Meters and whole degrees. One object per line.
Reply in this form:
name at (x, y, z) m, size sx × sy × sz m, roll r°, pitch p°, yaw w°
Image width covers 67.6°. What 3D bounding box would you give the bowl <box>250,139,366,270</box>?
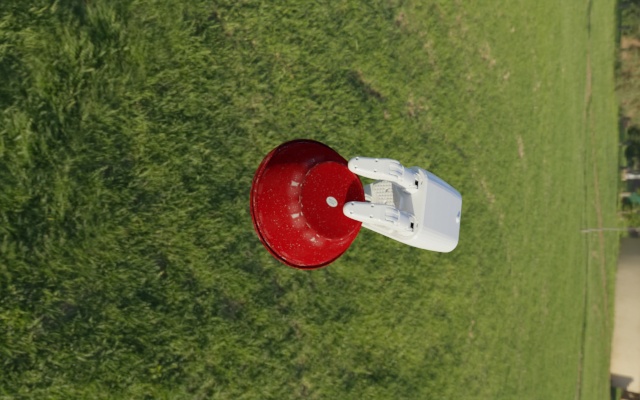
bowl at (-0.001, 0.002, 0.567) m, size 0.162 × 0.162 × 0.055 m, roll 0°, pitch -4°, yaw -34°
